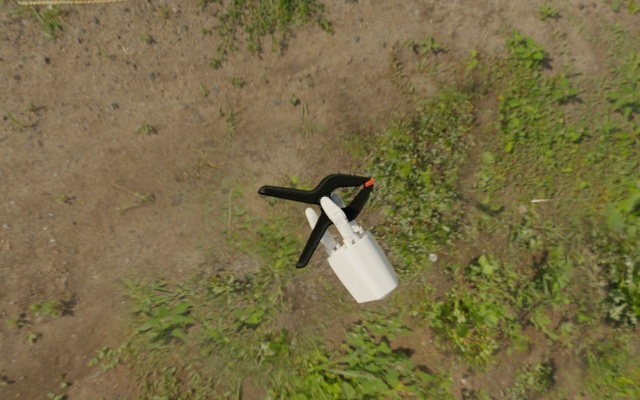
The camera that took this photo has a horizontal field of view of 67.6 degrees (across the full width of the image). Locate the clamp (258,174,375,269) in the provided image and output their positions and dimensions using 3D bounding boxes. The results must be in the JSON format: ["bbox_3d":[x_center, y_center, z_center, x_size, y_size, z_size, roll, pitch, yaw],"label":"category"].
[{"bbox_3d":[0.001,0.003,0.880,0.210,0.164,0.036,-33,0,-9],"label":"clamp"}]
